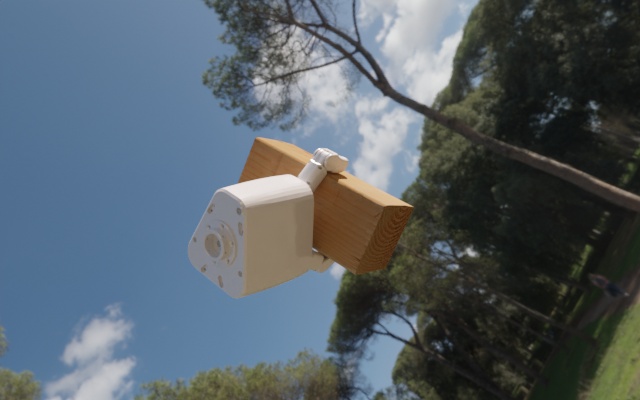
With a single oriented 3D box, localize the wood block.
[{"bbox_3d":[0.000,0.002,0.615,0.206,0.091,0.090,30,14,29],"label":"wood block"}]
